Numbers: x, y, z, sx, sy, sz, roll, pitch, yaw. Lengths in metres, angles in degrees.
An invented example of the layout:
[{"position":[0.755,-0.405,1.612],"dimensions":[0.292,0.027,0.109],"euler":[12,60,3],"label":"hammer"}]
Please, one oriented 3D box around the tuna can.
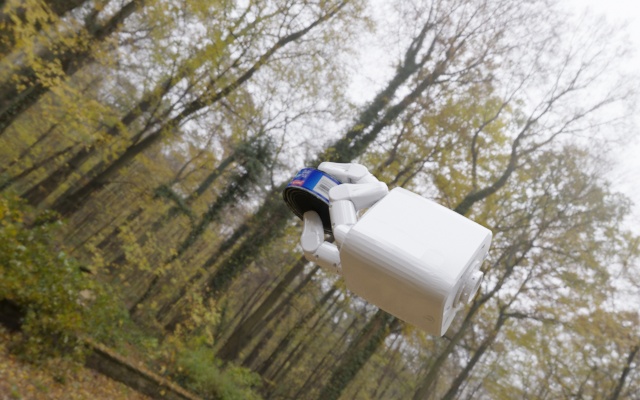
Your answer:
[{"position":[0.000,0.001,0.556],"dimensions":[0.086,0.033,0.086],"euler":[29,-25,15],"label":"tuna can"}]
